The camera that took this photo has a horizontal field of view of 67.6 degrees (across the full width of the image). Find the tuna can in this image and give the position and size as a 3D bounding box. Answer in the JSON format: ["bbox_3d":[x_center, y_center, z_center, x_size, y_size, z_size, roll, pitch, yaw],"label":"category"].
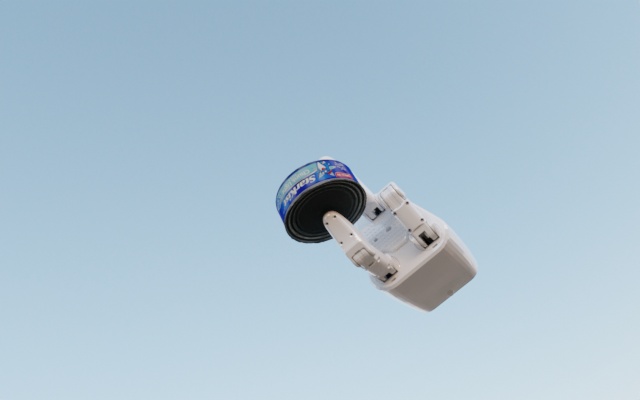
[{"bbox_3d":[0.000,0.001,0.470,0.086,0.086,0.033,0,43,-30],"label":"tuna can"}]
